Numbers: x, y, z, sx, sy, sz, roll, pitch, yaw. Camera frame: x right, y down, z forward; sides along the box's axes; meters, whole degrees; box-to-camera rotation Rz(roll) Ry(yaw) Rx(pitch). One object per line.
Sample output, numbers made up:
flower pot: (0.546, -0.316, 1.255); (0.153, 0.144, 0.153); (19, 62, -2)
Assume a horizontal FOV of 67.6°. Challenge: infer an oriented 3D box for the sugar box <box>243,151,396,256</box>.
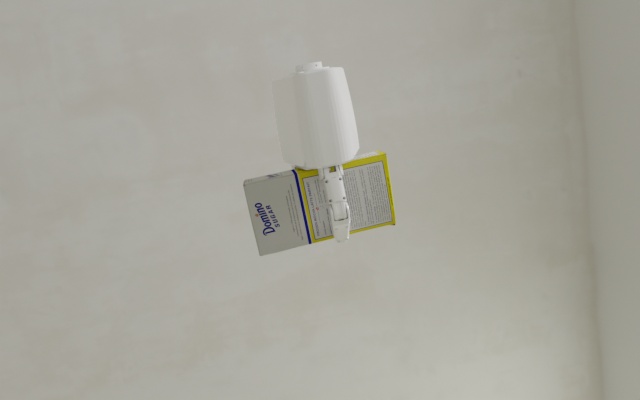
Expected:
sugar box: (0.000, 0.002, 0.592); (0.176, 0.093, 0.048); (-12, 13, -5)
